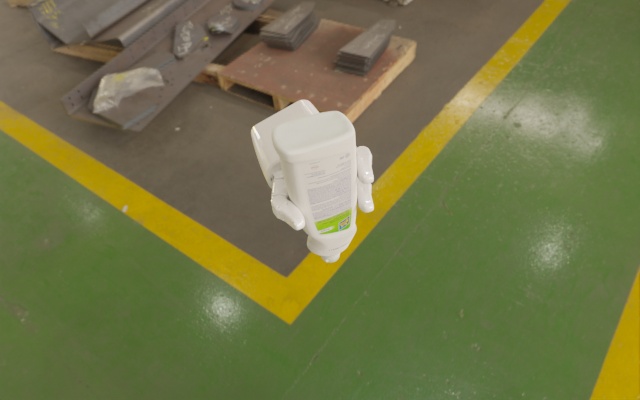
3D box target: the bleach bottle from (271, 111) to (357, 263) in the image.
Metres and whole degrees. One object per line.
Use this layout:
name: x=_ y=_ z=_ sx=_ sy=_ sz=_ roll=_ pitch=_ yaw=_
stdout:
bleach bottle: x=0.000 y=0.002 z=0.659 sx=0.102 sy=0.251 sz=0.068 roll=-17 pitch=47 yaw=-12
